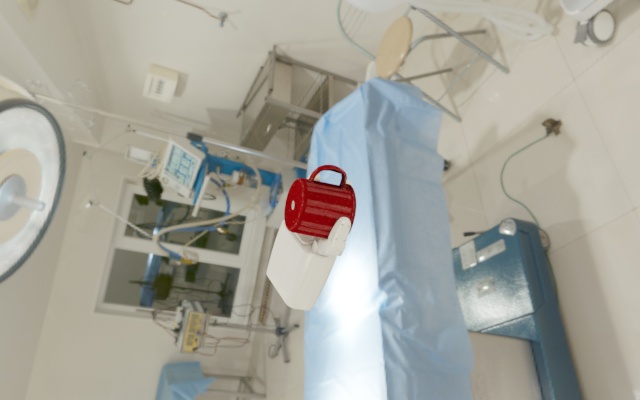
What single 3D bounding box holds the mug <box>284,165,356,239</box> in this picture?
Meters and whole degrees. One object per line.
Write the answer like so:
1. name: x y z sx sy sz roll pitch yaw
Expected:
1. mug: 0.000 0.001 0.707 0.081 0.117 0.093 11 22 -22
